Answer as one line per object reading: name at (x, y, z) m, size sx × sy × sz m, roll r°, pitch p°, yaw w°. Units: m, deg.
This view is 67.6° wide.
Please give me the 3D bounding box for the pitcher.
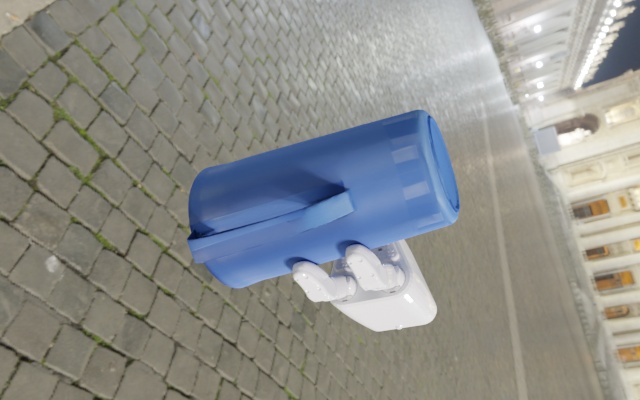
pitcher at (0.000, 0.002, 0.460) m, size 0.243 × 0.149 × 0.145 m, roll -16°, pitch -39°, yaw 22°
